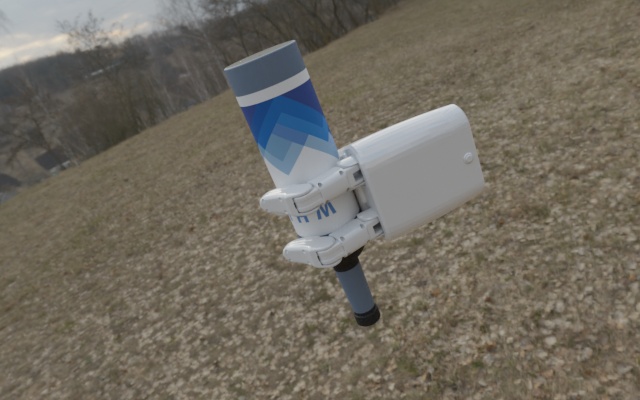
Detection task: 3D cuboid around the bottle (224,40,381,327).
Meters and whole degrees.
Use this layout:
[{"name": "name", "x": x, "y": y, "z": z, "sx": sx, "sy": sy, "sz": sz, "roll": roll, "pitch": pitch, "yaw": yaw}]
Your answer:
[{"name": "bottle", "x": 0.000, "y": 0.001, "z": 0.463, "sx": 0.069, "sy": 0.296, "sz": 0.069, "roll": -19, "pitch": 22, "yaw": 8}]
